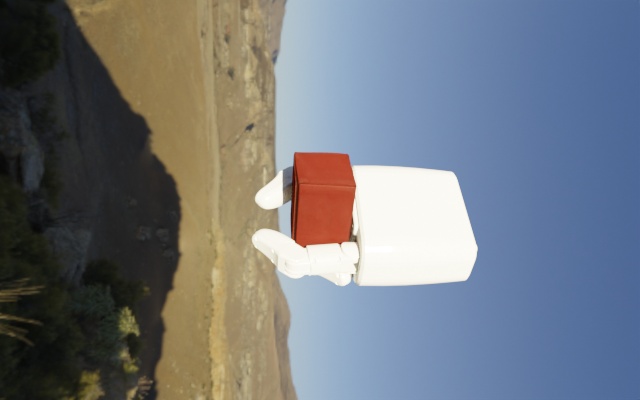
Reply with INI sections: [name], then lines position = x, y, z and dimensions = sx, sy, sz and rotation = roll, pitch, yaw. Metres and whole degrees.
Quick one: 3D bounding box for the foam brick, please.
[foam brick]
position = 0.000, 0.001, 0.432
dimensions = 0.051, 0.078, 0.053
rotation = 1, 37, -6
